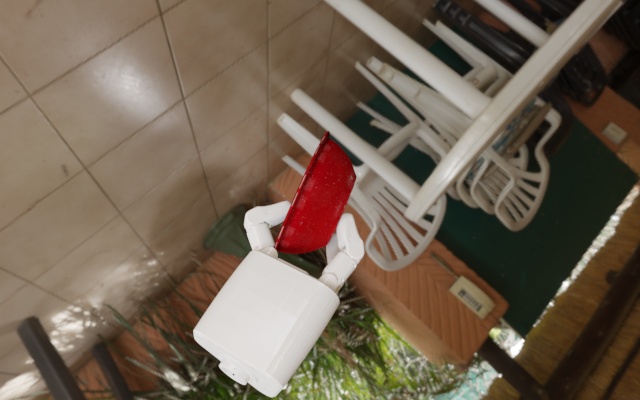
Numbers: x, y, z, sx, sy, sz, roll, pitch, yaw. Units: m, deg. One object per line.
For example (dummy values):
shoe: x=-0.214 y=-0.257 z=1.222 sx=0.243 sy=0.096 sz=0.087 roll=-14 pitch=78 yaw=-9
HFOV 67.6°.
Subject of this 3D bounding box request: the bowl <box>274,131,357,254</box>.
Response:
bowl: x=0.001 y=0.001 z=0.569 sx=0.055 sy=0.162 sz=0.162 roll=23 pitch=0 yaw=0
